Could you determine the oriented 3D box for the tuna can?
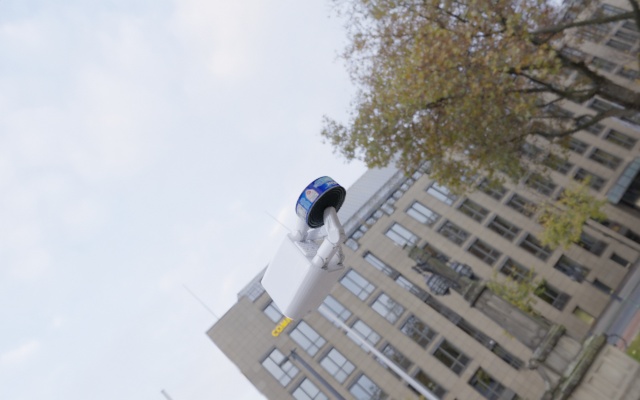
[{"bbox_3d":[0.000,0.002,0.777,0.033,0.086,0.086,41,21,27],"label":"tuna can"}]
